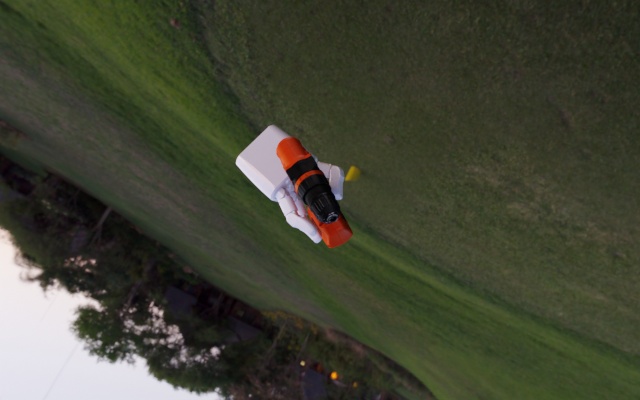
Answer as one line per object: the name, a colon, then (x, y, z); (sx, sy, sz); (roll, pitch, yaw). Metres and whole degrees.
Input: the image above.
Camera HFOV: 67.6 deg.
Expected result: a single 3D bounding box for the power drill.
power drill: (0.000, 0.003, 0.804); (0.057, 0.184, 0.188); (-28, -38, -2)
